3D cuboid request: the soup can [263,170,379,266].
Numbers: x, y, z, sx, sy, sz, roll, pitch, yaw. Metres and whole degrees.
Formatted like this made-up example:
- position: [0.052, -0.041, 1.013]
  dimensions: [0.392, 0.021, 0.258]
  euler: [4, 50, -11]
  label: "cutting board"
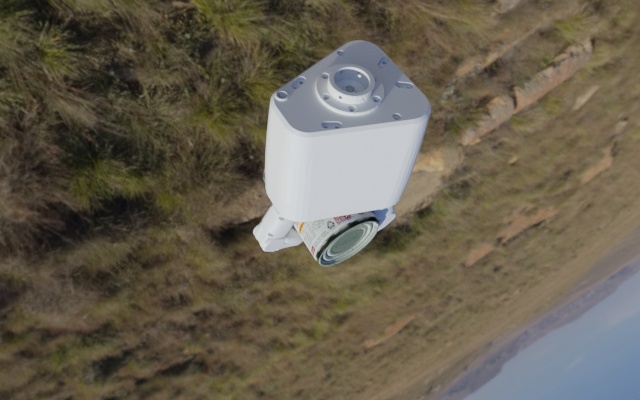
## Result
- position: [0.000, 0.002, 0.448]
  dimensions: [0.068, 0.102, 0.068]
  euler: [-28, -26, -15]
  label: "soup can"
